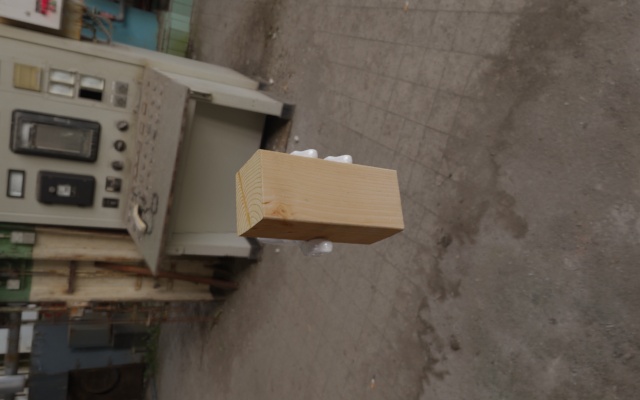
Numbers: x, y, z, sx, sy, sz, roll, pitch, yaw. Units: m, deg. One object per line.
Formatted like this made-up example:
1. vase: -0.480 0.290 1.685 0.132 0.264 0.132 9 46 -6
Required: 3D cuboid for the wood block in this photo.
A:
1. wood block: 0.000 0.003 0.642 0.206 0.090 0.090 6 -21 -29
